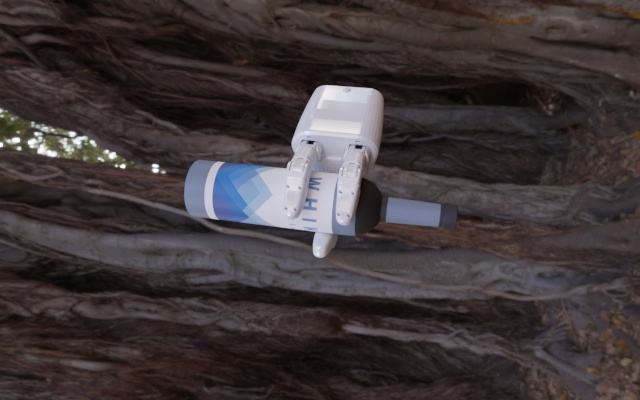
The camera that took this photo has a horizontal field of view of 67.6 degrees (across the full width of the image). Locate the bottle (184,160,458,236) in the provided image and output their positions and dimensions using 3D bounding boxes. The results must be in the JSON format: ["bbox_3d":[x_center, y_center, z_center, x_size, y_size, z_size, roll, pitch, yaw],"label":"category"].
[{"bbox_3d":[0.000,0.002,0.532,0.295,0.069,0.069,6,1,10],"label":"bottle"}]
